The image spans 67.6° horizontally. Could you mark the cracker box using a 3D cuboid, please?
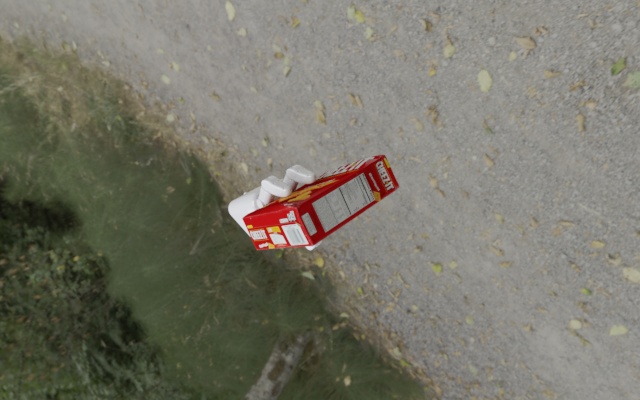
[{"bbox_3d":[0.000,0.003,0.802,0.213,0.072,0.164,-32,12,-36],"label":"cracker box"}]
